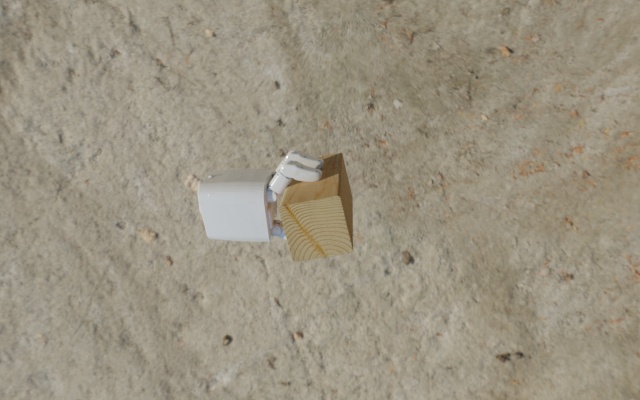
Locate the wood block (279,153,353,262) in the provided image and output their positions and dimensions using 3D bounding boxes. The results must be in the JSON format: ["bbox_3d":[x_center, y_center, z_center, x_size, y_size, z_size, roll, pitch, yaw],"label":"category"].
[{"bbox_3d":[0.000,0.003,0.755,0.090,0.091,0.206,-10,21,8],"label":"wood block"}]
